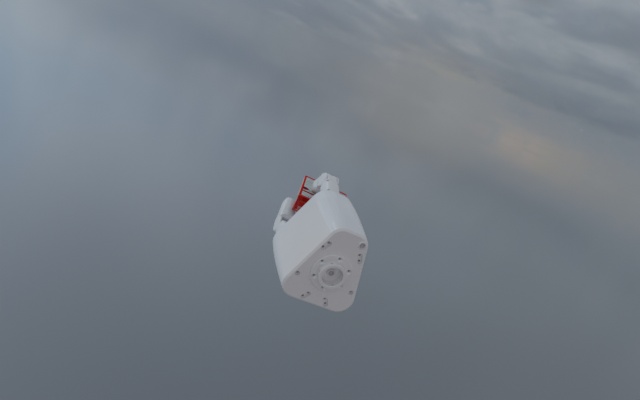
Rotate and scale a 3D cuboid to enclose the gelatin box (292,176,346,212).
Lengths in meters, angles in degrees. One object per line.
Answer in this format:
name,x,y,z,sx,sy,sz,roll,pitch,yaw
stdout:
gelatin box,0.000,0.002,0.718,0.073,0.030,0.089,24,21,-5
